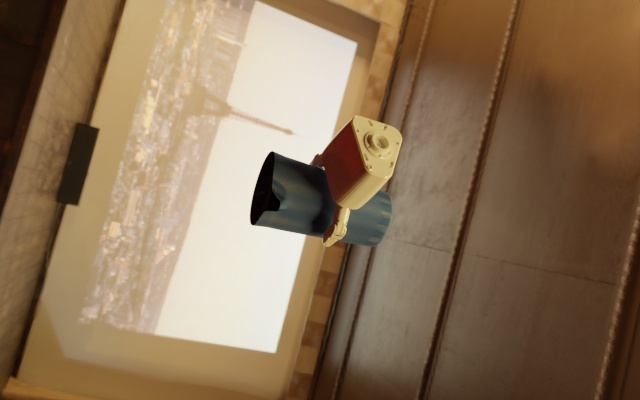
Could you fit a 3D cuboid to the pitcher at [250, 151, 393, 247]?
[{"bbox_3d":[0.000,0.003,0.869,0.243,0.149,0.145,15,-32,-19],"label":"pitcher"}]
